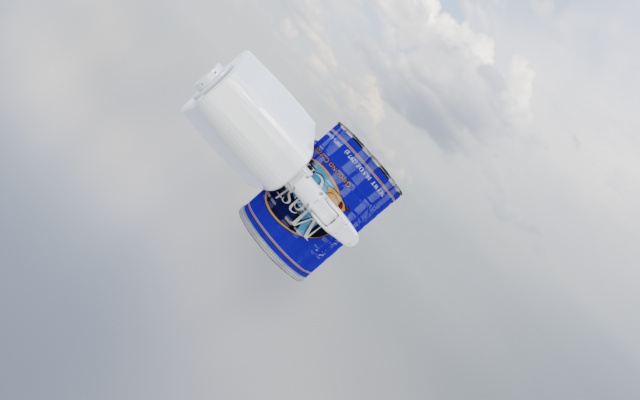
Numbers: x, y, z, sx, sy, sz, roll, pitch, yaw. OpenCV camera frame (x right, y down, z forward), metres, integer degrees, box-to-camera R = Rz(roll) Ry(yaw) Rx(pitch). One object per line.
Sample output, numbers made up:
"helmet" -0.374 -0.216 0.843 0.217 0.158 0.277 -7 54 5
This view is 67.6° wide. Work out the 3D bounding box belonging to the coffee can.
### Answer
"coffee can" 0.000 0.002 0.506 0.140 0.103 0.103 -41 -3 3
